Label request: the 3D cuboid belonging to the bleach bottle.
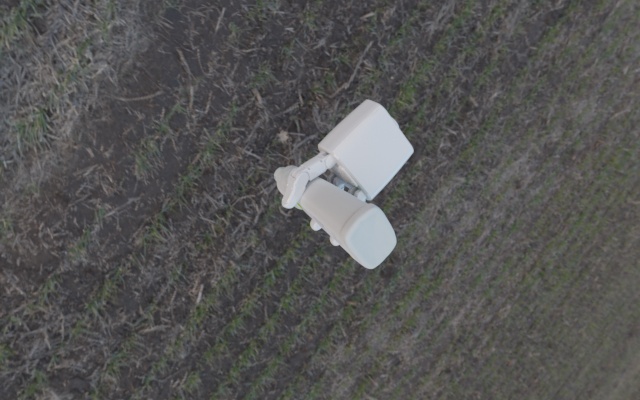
[{"bbox_3d":[0.000,0.002,0.717,0.250,0.068,0.103,36,-12,46],"label":"bleach bottle"}]
